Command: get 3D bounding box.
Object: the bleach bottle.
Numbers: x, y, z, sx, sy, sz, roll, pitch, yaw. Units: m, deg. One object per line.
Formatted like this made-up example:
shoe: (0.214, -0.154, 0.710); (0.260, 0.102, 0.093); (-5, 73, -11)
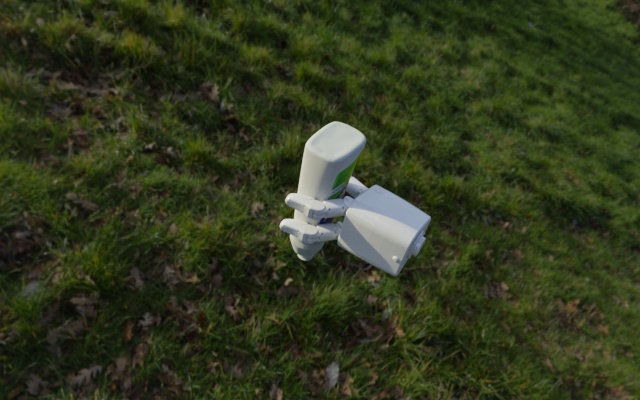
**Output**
bleach bottle: (0.000, 0.003, 0.775); (0.068, 0.251, 0.102); (31, 45, 17)
